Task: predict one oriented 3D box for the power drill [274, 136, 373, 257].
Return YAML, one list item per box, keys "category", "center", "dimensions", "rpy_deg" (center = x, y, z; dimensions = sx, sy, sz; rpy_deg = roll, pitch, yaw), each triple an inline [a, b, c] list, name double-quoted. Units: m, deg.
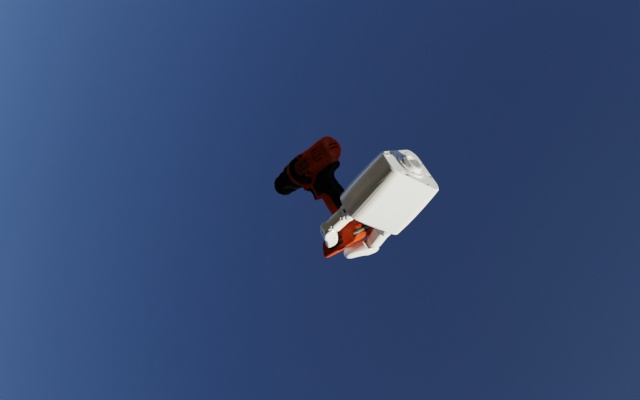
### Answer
- category: "power drill"
  center: [0.001, 0.003, 0.852]
  dimensions: [0.057, 0.187, 0.184]
  rpy_deg: [-23, -8, -40]
